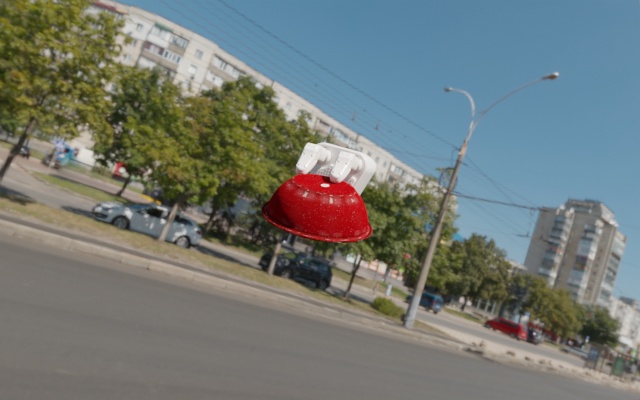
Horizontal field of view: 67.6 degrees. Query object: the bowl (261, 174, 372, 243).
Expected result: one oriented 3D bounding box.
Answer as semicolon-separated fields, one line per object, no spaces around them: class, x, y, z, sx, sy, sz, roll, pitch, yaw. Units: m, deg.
bowl;0.000;0.002;0.677;0.162;0.055;0.162;11;18;-4
